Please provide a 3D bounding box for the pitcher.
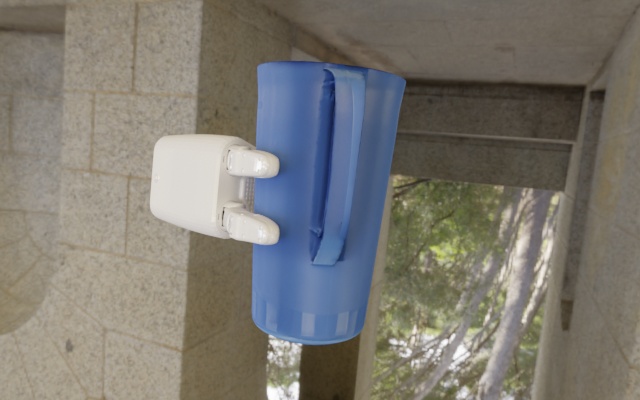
[{"bbox_3d":[0.000,0.001,0.432,0.145,0.243,0.149,9,7,35],"label":"pitcher"}]
